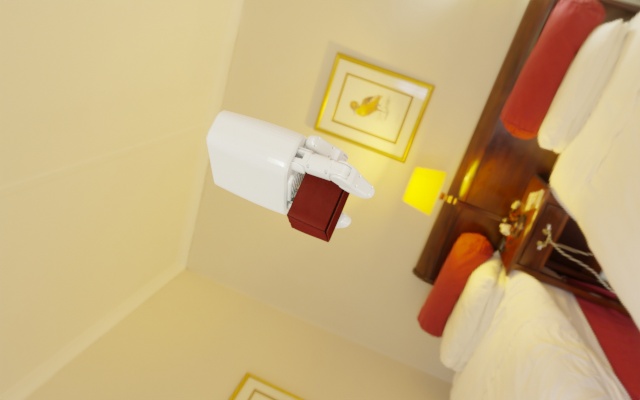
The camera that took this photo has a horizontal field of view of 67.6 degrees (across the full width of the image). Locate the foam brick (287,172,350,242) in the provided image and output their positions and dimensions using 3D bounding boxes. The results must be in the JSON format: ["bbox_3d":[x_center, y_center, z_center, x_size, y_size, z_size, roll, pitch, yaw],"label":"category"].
[{"bbox_3d":[0.000,0.002,0.570,0.051,0.078,0.053,21,-17,10],"label":"foam brick"}]
